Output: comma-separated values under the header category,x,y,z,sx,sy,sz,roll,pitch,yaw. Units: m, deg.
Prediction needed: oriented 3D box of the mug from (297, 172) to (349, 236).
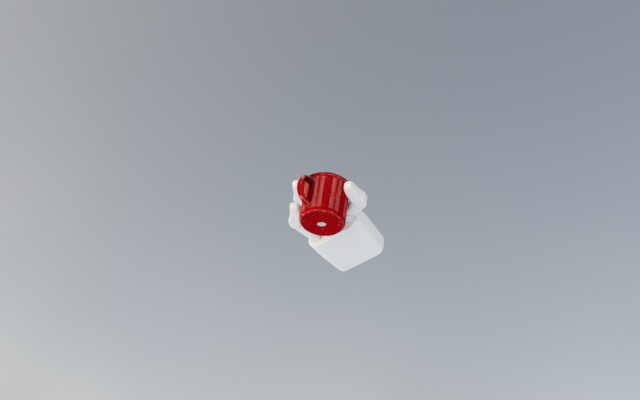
category,x,y,z,sx,sy,sz,roll,pitch,yaw
mug,-0.001,0.002,0.841,0.093,0.081,0.117,-20,-47,32
